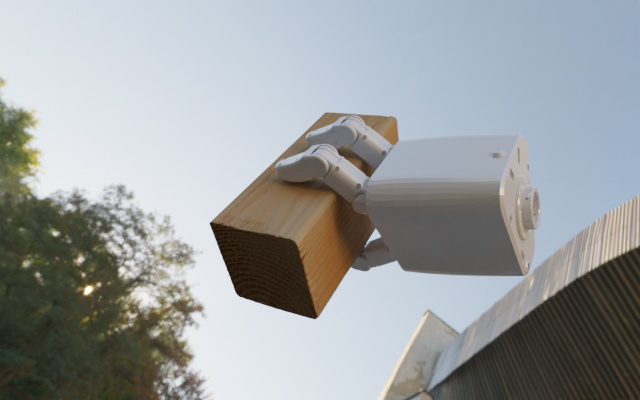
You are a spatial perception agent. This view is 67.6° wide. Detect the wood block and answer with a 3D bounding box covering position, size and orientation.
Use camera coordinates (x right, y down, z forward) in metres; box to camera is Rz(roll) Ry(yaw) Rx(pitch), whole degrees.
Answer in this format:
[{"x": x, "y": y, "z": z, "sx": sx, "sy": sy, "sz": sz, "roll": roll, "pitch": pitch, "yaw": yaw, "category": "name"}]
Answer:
[{"x": 0.001, "y": 0.002, "z": 0.466, "sx": 0.090, "sy": 0.091, "sz": 0.206, "roll": 9, "pitch": 39, "yaw": 29, "category": "wood block"}]
